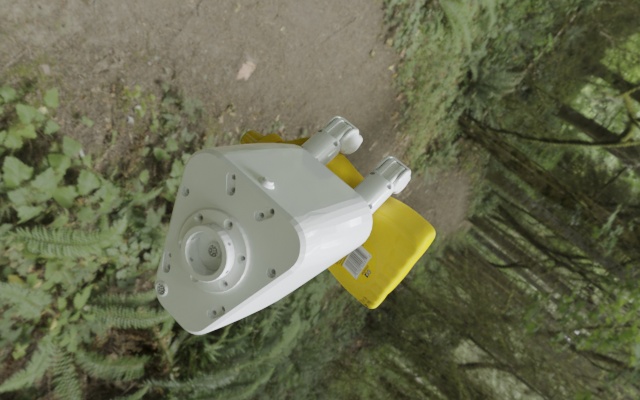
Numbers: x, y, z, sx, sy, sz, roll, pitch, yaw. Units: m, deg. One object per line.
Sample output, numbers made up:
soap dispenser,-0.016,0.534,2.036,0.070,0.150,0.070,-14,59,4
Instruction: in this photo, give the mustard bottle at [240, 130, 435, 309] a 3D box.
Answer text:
mustard bottle,0.000,0.001,0.422,0.191,0.096,0.058,41,45,15
